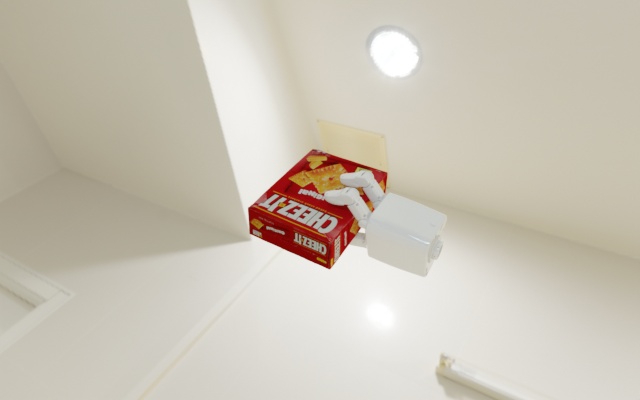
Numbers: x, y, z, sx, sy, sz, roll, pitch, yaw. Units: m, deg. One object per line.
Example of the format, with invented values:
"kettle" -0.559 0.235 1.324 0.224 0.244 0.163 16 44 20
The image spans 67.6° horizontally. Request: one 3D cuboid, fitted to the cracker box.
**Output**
"cracker box" 0.000 0.003 0.845 0.164 0.072 0.213 21 43 23
